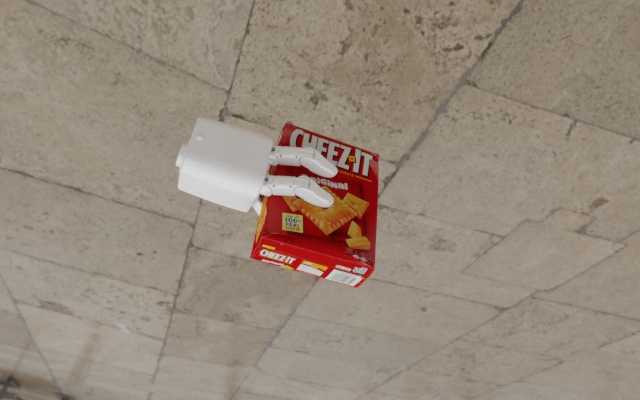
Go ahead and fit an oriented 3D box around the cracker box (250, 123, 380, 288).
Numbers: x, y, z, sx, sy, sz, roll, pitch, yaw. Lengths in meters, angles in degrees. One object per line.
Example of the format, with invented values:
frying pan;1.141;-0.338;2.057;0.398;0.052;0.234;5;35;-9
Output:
cracker box;0.000;0.003;0.702;0.164;0.213;0.072;18;-38;-13
